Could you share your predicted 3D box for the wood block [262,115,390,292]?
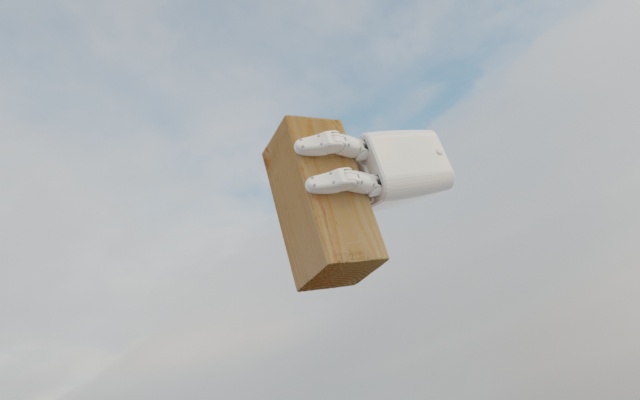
[{"bbox_3d":[0.000,0.002,0.618,0.090,0.206,0.091,-1,-30,-30],"label":"wood block"}]
